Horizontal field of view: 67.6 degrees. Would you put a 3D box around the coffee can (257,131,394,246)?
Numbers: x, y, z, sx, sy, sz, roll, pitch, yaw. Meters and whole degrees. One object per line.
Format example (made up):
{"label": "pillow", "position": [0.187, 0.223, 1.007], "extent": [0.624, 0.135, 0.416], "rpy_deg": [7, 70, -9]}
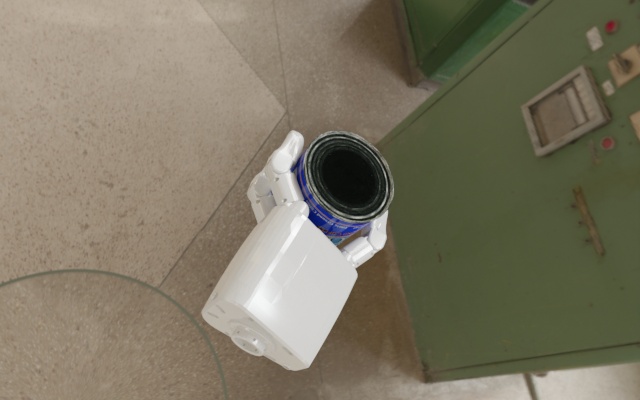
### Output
{"label": "coffee can", "position": [0.000, 0.002, 0.531], "extent": [0.103, 0.102, 0.140], "rpy_deg": [0, -23, -28]}
